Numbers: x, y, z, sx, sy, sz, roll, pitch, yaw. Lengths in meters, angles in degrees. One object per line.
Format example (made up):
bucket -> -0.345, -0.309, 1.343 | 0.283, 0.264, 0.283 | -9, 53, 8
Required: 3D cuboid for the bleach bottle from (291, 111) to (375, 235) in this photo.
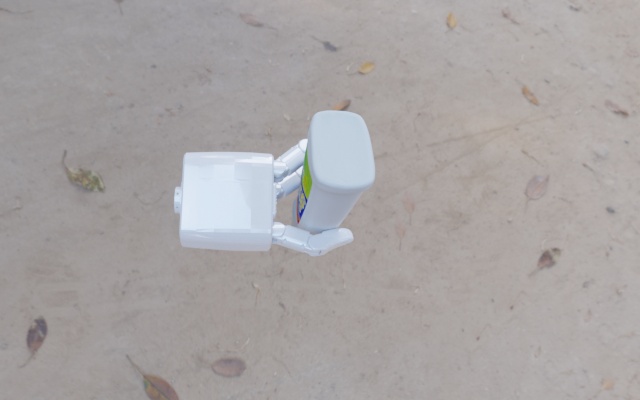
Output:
bleach bottle -> 0.000, 0.002, 0.601 | 0.068, 0.102, 0.251 | 2, -29, -11
